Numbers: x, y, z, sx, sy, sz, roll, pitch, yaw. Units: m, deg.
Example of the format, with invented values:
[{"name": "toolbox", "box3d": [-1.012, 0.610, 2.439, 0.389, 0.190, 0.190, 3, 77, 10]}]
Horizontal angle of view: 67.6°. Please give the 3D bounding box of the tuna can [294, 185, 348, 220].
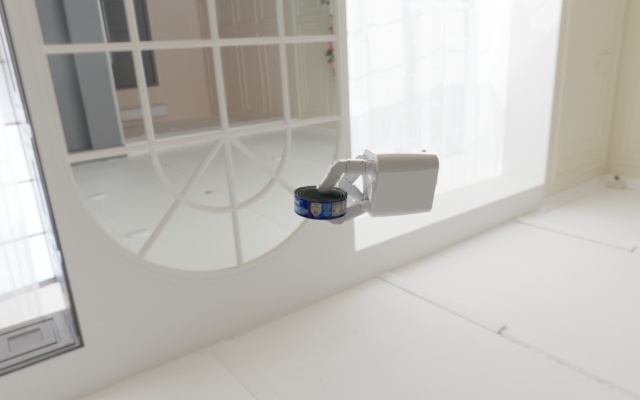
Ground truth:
[{"name": "tuna can", "box3d": [0.000, 0.003, 0.761, 0.086, 0.034, 0.086, 2, 17, -1]}]
